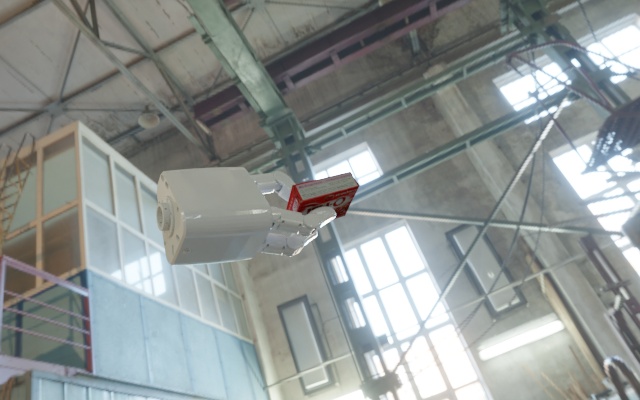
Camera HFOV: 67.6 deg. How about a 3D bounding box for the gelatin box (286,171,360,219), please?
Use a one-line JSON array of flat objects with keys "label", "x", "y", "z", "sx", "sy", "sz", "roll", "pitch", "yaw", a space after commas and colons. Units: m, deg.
[{"label": "gelatin box", "x": 0.000, "y": 0.002, "z": 0.639, "sx": 0.089, "sy": 0.030, "sz": 0.073, "roll": -16, "pitch": -29, "yaw": -25}]
